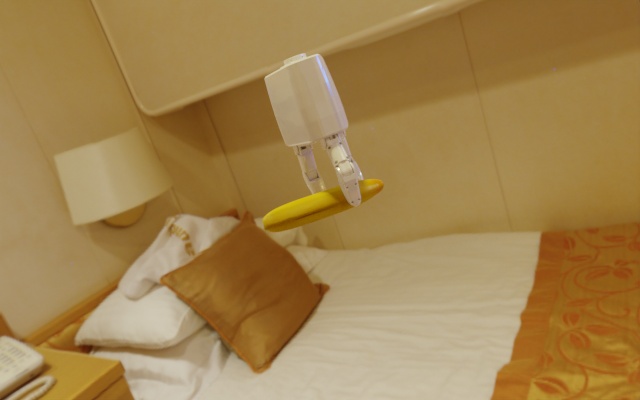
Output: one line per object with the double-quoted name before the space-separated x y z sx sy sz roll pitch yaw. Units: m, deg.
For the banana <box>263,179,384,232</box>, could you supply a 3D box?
"banana" -0.007 0.008 0.685 0.198 0.037 0.069 -19 9 15
